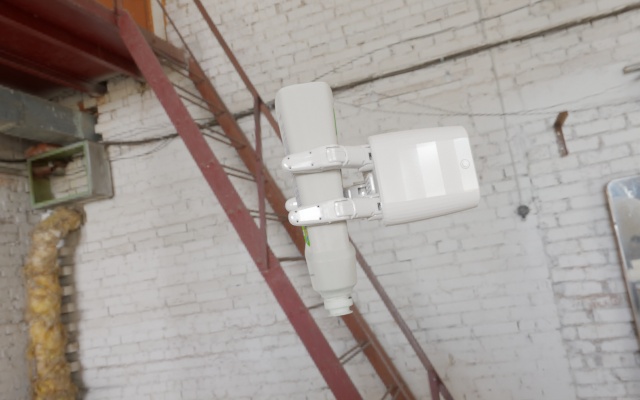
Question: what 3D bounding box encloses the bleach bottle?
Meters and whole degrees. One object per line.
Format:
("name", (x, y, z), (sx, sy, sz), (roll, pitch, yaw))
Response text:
("bleach bottle", (0.000, 0.002, 0.542), (0.068, 0.251, 0.102), (-9, -7, -3))
